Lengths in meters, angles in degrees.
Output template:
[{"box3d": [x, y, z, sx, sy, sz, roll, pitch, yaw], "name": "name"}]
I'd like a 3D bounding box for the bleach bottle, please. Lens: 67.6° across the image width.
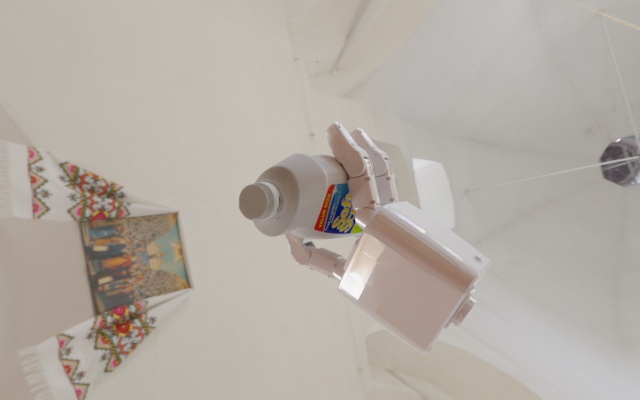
[{"box3d": [0.000, 0.001, 0.492, 0.068, 0.102, 0.251, 36, 18, 21], "name": "bleach bottle"}]
